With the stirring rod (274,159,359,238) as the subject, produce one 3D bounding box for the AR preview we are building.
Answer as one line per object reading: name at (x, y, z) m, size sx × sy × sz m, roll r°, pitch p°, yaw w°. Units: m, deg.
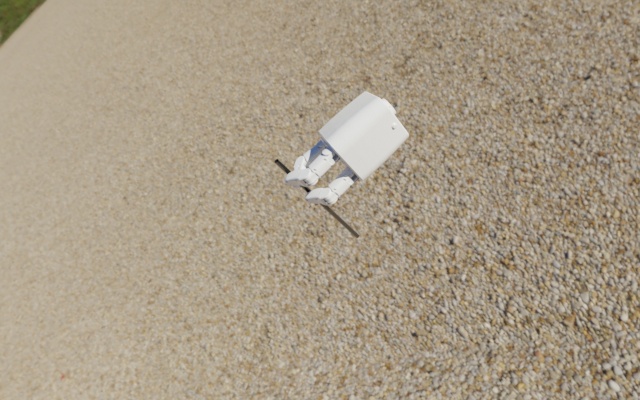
stirring rod at (0.000, 0.003, 0.825) m, size 0.011 × 0.011 × 0.240 m, roll 0°, pitch -33°, yaw 43°
